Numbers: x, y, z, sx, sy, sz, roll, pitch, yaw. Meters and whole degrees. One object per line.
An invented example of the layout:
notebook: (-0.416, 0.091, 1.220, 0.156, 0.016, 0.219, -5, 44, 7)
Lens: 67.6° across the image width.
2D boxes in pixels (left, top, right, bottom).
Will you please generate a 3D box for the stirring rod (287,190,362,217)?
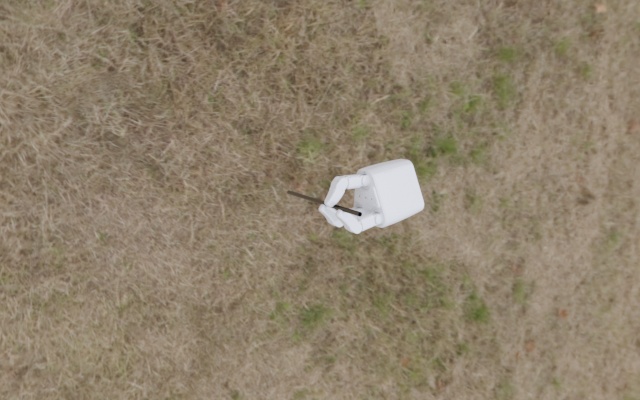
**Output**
stirring rod: (0.000, 0.003, 0.896, 0.011, 0.011, 0.239, 0, 10, -34)
